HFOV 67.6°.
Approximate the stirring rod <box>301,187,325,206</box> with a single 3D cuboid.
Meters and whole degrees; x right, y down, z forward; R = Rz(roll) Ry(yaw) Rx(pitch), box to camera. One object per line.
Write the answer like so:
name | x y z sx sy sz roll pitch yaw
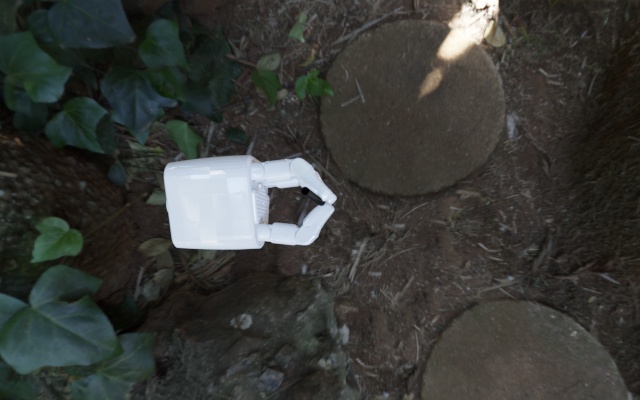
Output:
stirring rod | 0.000 0.002 0.561 0.011 0.011 0.239 0 -5 7
